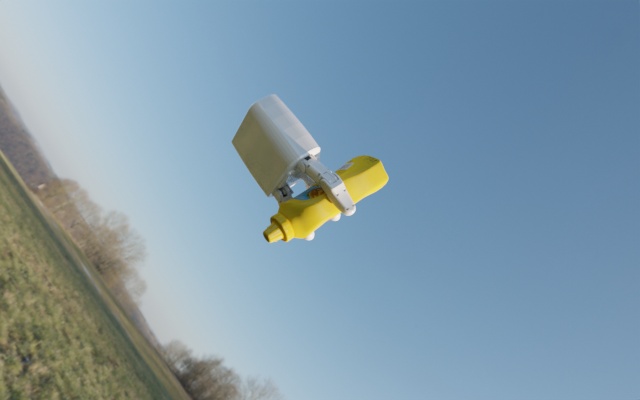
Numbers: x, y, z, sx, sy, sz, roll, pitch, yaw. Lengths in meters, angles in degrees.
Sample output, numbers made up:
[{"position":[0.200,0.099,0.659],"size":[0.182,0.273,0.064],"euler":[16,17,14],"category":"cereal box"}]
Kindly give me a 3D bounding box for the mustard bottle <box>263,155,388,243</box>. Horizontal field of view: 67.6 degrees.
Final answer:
[{"position":[0.000,0.002,0.681],"size":[0.191,0.058,0.096],"euler":[-32,14,-24],"category":"mustard bottle"}]
